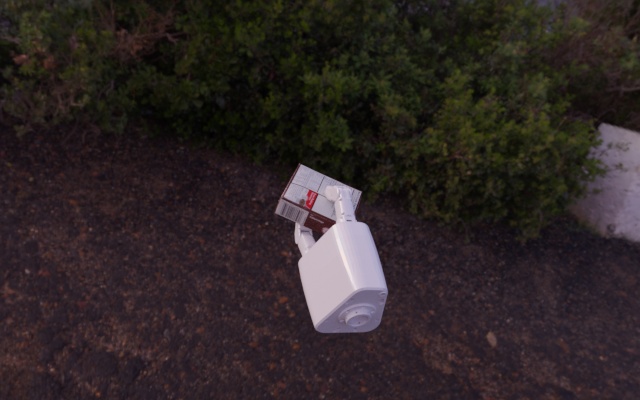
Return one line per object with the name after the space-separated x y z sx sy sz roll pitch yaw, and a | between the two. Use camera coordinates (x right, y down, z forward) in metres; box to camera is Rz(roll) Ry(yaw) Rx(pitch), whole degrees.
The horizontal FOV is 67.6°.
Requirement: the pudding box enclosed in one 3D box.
0.000 0.002 0.722 0.113 0.039 0.090 25 42 -1 | pudding box
